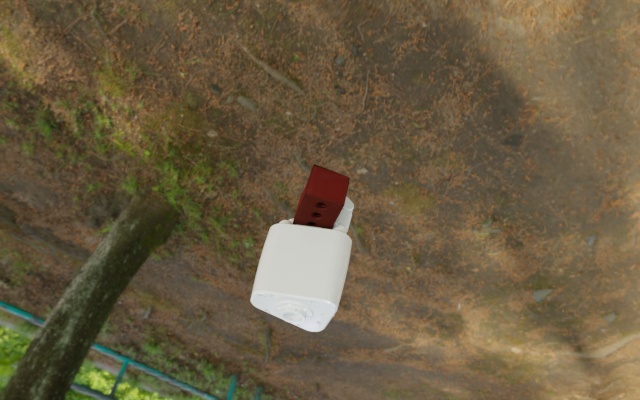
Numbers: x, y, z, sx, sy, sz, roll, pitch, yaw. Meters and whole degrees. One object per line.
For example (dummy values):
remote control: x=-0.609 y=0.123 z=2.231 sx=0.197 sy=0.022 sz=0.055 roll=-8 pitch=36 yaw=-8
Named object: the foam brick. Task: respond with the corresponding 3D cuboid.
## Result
foam brick: x=0.000 y=0.002 z=0.633 sx=0.053 sy=0.051 sz=0.078 roll=19 pitch=-40 yaw=-4
